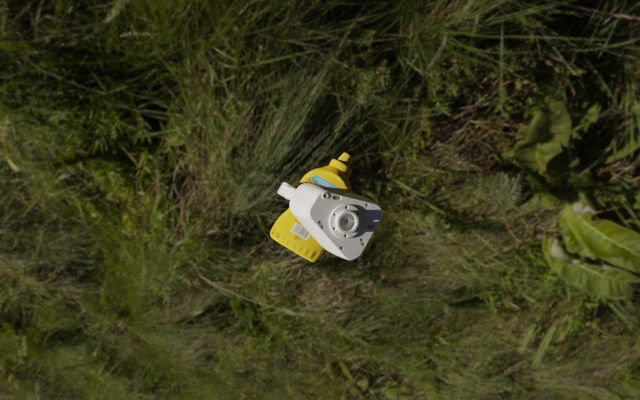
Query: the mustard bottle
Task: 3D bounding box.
[{"bbox_3d":[0.000,0.003,0.826,0.096,0.191,0.058,30,-3,7],"label":"mustard bottle"}]
